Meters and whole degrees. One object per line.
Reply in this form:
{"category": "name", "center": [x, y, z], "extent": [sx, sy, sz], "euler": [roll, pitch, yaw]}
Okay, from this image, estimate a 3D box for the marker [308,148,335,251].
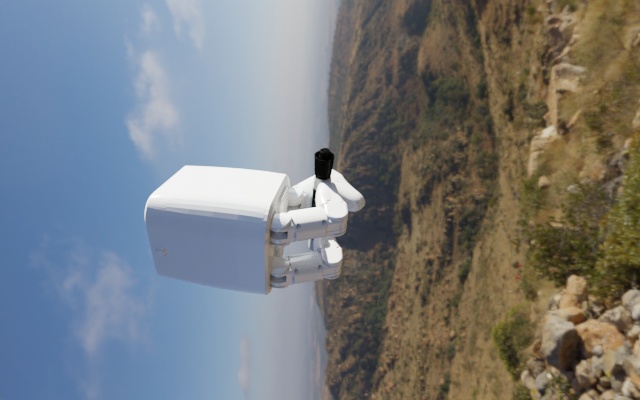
{"category": "marker", "center": [0.000, 0.002, 0.472], "extent": [0.020, 0.121, 0.020], "euler": [3, 38, -2]}
